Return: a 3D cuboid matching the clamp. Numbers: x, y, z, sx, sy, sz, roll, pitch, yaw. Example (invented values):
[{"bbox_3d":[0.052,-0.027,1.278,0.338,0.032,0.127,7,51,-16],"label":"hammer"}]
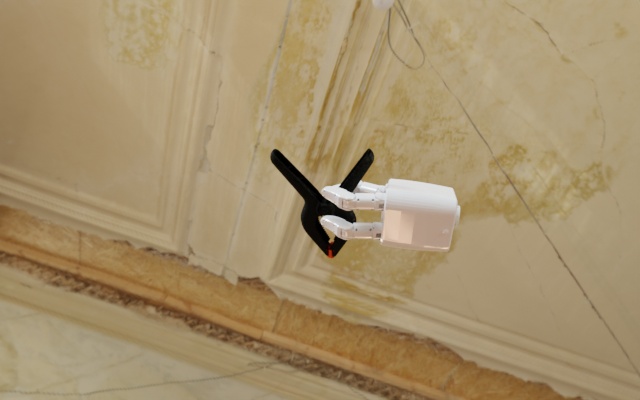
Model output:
[{"bbox_3d":[0.001,0.003,0.789,0.164,0.210,0.036,8,33,11],"label":"clamp"}]
